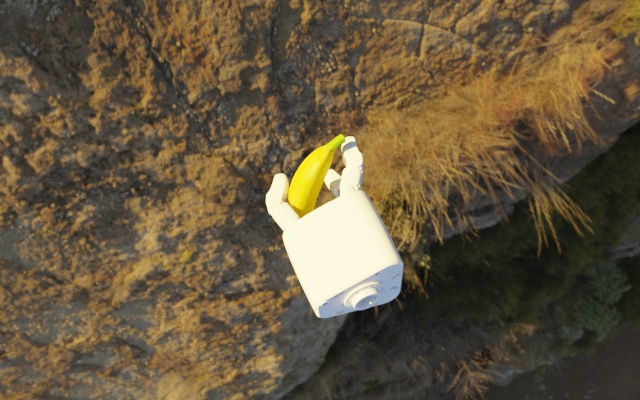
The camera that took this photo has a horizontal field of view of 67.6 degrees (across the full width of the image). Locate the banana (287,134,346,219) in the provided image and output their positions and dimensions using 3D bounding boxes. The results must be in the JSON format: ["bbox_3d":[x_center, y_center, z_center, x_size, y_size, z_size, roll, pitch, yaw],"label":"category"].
[{"bbox_3d":[-0.015,0.003,0.636,0.069,0.198,0.037,-12,50,-30],"label":"banana"}]
